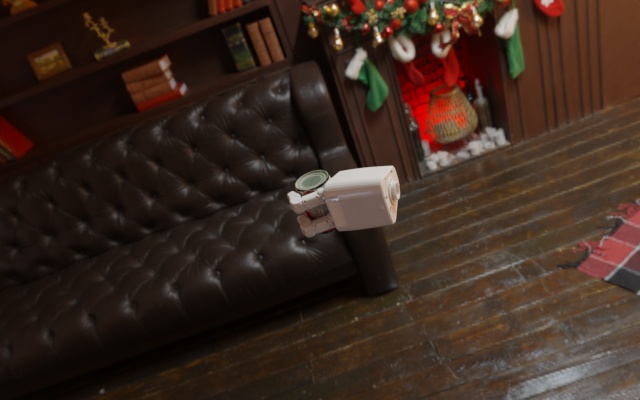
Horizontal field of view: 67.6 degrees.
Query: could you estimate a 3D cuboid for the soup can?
[{"bbox_3d":[0.000,0.003,0.895,0.068,0.102,0.068,-16,31,10],"label":"soup can"}]
